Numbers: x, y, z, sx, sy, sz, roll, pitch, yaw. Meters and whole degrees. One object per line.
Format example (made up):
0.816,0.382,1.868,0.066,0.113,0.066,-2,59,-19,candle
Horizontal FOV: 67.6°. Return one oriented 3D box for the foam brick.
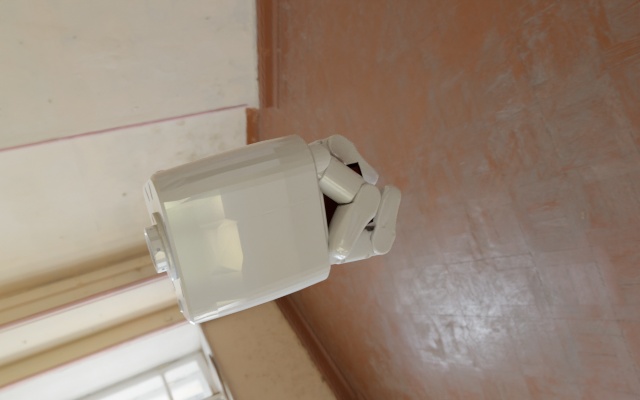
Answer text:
0.000,0.001,0.409,0.051,0.053,0.078,-18,4,-24,foam brick
